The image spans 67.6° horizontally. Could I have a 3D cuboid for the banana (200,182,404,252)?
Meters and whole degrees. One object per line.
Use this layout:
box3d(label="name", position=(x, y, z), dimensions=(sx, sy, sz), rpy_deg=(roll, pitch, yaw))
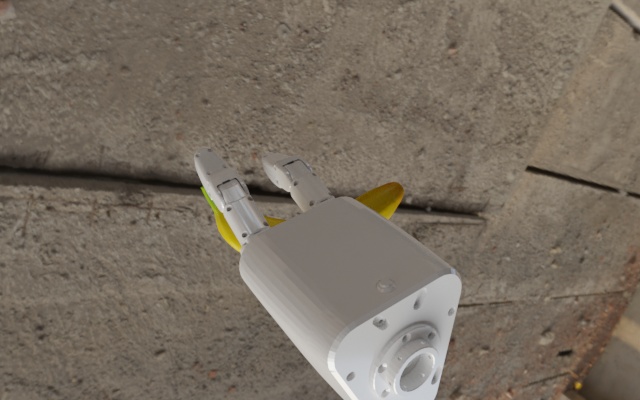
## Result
box3d(label="banana", position=(-0.006, 0.019, 0.417), dimensions=(0.198, 0.070, 0.037), rpy_deg=(-1, 19, -32))
